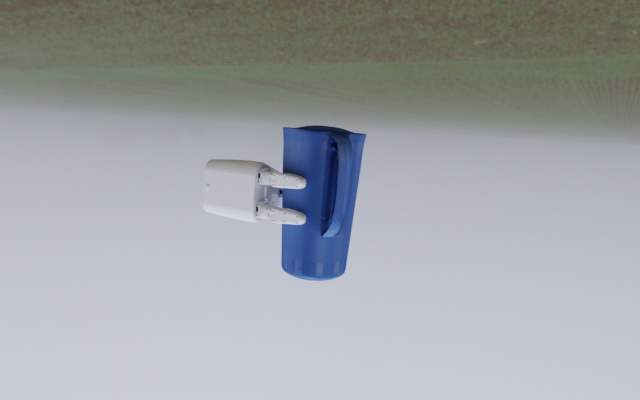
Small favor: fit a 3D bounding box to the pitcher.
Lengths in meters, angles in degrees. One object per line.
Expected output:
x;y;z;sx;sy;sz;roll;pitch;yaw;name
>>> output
0.000;0.002;0.767;0.145;0.243;0.149;8;9;25;pitcher
